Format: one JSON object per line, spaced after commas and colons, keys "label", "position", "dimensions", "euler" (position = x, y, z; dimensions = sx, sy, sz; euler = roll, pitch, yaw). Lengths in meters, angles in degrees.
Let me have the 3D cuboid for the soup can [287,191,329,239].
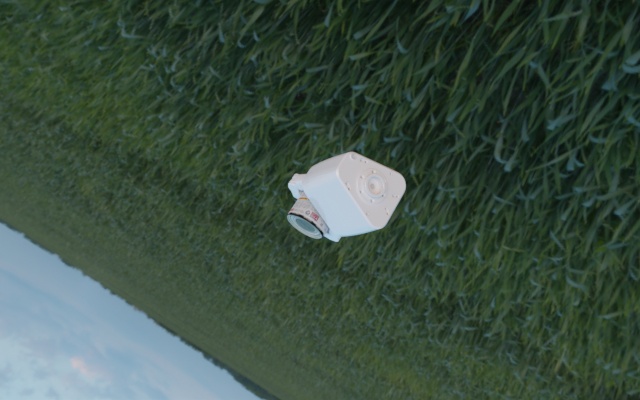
{"label": "soup can", "position": [0.000, 0.003, 0.772], "dimensions": [0.068, 0.102, 0.068], "euler": [28, -22, 12]}
